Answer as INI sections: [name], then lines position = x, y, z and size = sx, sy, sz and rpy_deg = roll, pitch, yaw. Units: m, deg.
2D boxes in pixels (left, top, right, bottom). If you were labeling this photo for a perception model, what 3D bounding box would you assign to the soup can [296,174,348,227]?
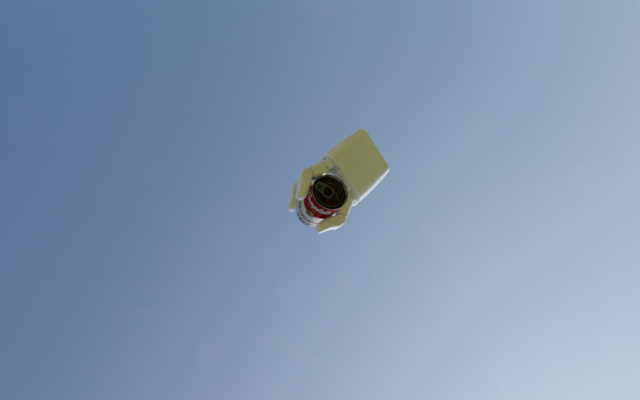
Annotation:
[soup can]
position = 0.000, 0.003, 0.888
size = 0.068, 0.068, 0.102
rpy_deg = 0, -21, -22
